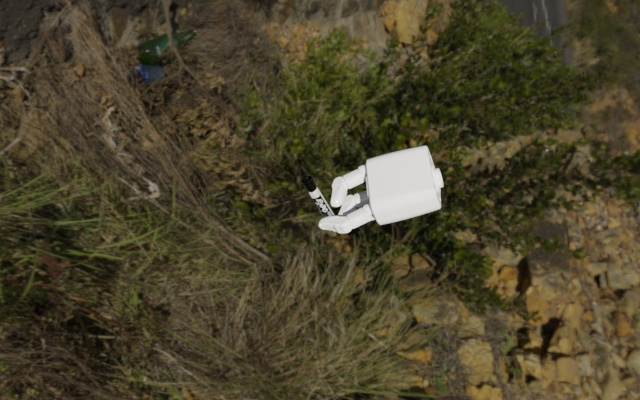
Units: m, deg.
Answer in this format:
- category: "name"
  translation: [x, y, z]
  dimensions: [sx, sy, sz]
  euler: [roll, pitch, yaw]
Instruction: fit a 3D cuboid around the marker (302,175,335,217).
- category: "marker"
  translation: [0.000, 0.003, 0.806]
  dimensions: [0.020, 0.020, 0.121]
  euler: [0, -42, 33]
